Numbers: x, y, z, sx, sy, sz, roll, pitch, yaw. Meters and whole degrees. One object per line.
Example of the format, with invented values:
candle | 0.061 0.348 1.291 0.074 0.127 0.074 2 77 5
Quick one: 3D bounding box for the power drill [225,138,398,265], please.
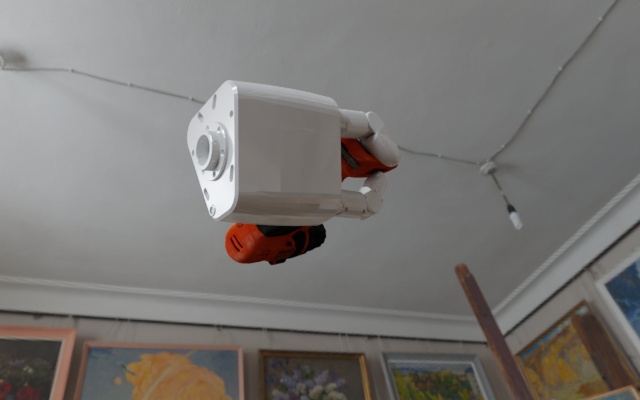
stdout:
power drill | 0.000 0.001 0.554 0.188 0.057 0.184 -46 -18 21
